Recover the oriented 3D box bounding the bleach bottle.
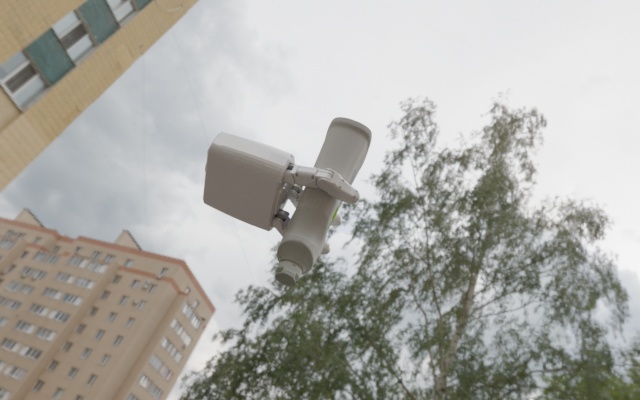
[{"bbox_3d":[0.000,0.002,0.656,0.068,0.250,0.103,21,-37,6],"label":"bleach bottle"}]
